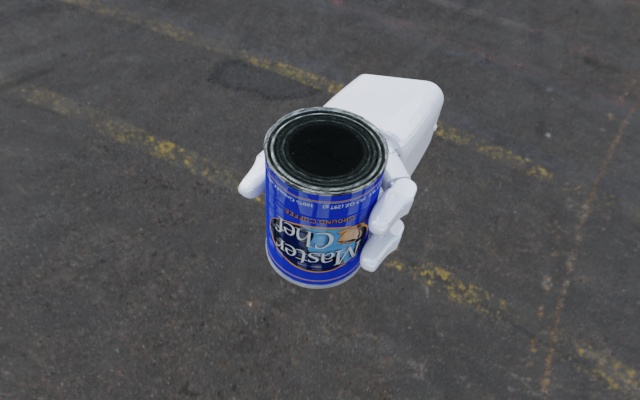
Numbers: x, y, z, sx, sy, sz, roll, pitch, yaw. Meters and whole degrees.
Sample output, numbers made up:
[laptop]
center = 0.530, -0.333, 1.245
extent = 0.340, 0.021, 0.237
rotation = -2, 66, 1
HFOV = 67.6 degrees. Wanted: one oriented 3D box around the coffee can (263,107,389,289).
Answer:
[coffee can]
center = 0.000, 0.002, 0.439
extent = 0.103, 0.102, 0.140
rotation = 0, -40, -5
